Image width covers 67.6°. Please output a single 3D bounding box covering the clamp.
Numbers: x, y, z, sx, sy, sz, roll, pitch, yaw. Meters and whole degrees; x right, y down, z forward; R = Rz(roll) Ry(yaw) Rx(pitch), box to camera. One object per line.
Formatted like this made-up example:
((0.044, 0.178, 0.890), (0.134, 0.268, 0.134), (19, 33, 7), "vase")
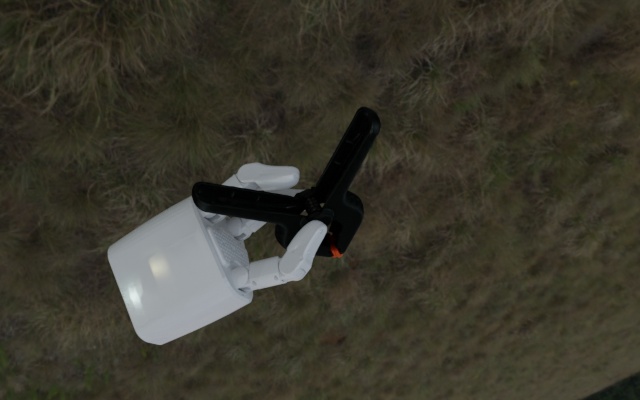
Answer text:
((0.000, 0.002, 0.460), (0.164, 0.036, 0.210), (-27, -31, 8), "clamp")
